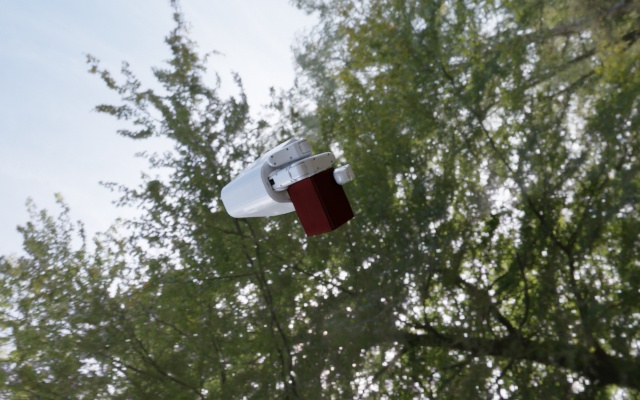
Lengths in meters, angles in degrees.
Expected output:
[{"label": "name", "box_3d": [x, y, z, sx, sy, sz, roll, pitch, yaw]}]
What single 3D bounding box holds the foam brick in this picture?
[{"label": "foam brick", "box_3d": [0.000, 0.002, 0.648, 0.051, 0.078, 0.053, -21, 3, 41]}]
